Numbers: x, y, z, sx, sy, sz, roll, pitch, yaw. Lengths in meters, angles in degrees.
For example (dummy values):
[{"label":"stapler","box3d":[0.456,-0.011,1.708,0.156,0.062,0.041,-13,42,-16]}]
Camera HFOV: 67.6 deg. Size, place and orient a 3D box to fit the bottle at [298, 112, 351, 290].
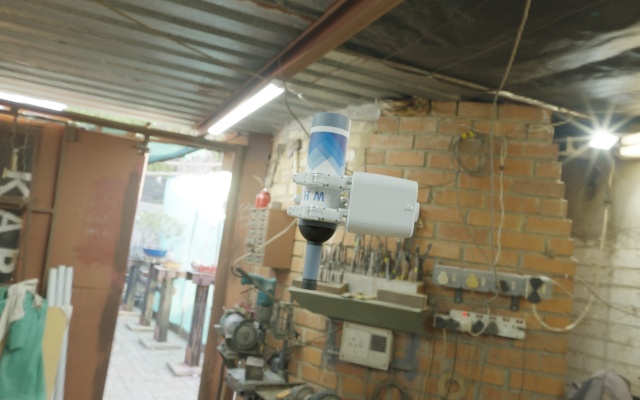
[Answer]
[{"label":"bottle","box3d":[0.000,0.002,0.809,0.069,0.295,0.069,8,-6,1]}]
